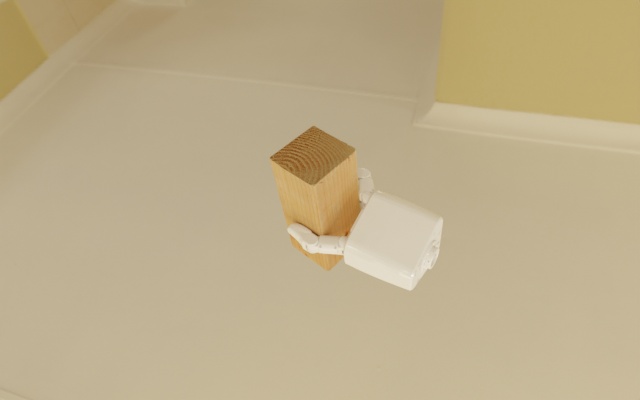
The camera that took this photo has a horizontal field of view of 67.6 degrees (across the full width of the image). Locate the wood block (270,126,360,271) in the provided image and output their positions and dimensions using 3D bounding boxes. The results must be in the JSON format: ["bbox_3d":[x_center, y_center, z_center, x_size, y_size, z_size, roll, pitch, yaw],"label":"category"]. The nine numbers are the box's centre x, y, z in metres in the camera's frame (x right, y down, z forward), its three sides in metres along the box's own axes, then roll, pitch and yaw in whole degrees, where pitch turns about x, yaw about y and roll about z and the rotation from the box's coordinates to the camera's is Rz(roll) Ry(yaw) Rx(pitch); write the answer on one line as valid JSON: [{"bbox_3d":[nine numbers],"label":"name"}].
[{"bbox_3d":[0.000,0.003,0.737,0.090,0.206,0.090,33,61,31],"label":"wood block"}]
